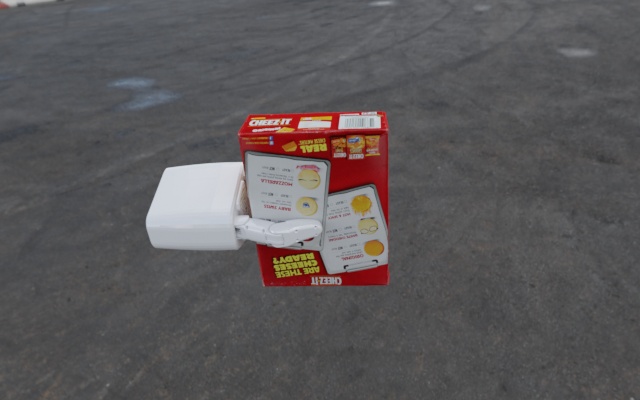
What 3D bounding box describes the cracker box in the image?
[{"bbox_3d":[0.000,0.002,0.582,0.164,0.214,0.072,-1,31,6],"label":"cracker box"}]
